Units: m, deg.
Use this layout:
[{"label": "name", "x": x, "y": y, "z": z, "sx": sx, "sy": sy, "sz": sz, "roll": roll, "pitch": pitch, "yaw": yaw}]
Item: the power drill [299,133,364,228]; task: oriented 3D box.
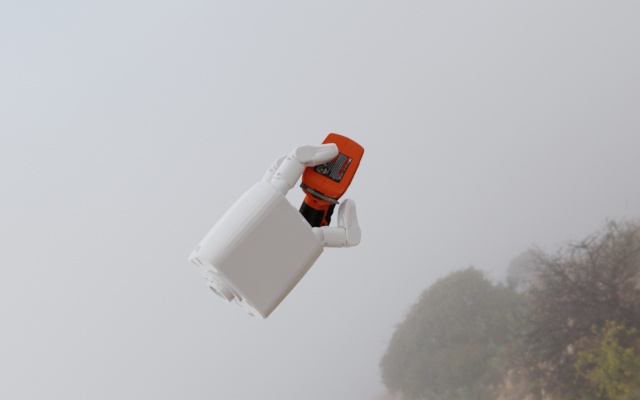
[{"label": "power drill", "x": 0.000, "y": 0.002, "z": 0.651, "sx": 0.057, "sy": 0.188, "sz": 0.184, "roll": 24, "pitch": 46, "yaw": 3}]
